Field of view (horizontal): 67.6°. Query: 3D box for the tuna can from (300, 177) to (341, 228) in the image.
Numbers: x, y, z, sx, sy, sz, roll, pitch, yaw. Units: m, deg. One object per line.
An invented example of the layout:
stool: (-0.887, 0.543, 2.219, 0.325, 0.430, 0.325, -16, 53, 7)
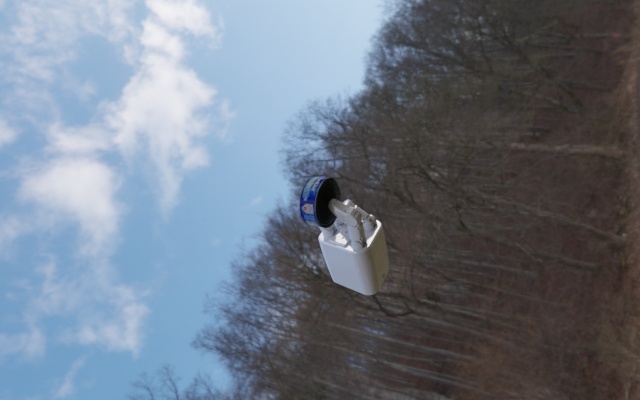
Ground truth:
tuna can: (0.000, 0.003, 0.811, 0.034, 0.086, 0.086, 6, 3, 30)
